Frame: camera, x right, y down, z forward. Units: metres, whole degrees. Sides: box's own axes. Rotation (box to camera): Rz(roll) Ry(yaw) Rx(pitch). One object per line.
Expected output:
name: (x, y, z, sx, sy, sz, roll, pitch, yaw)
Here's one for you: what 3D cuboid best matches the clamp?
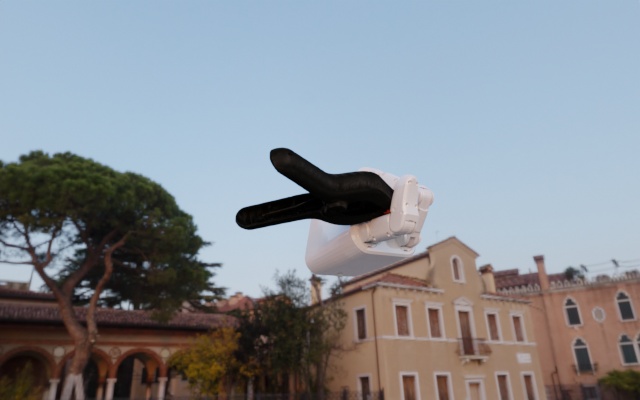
clamp: (0.000, 0.001, 0.487, 0.171, 0.039, 0.120, 13, -32, -32)
